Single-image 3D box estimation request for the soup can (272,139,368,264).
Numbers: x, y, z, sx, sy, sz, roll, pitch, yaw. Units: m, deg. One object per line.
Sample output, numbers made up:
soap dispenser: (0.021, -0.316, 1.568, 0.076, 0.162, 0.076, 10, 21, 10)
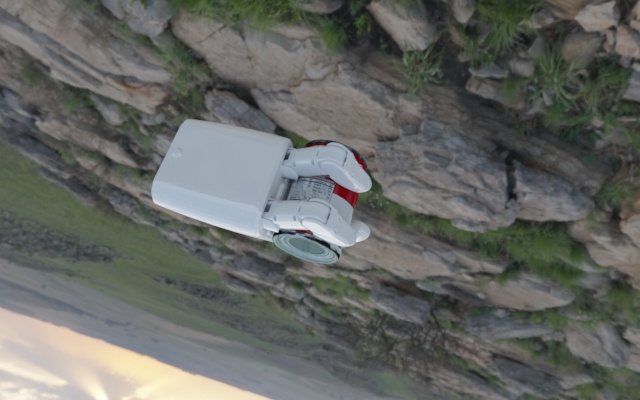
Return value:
soup can: (0.000, 0.002, 0.463, 0.068, 0.102, 0.068, 15, -23, 7)
